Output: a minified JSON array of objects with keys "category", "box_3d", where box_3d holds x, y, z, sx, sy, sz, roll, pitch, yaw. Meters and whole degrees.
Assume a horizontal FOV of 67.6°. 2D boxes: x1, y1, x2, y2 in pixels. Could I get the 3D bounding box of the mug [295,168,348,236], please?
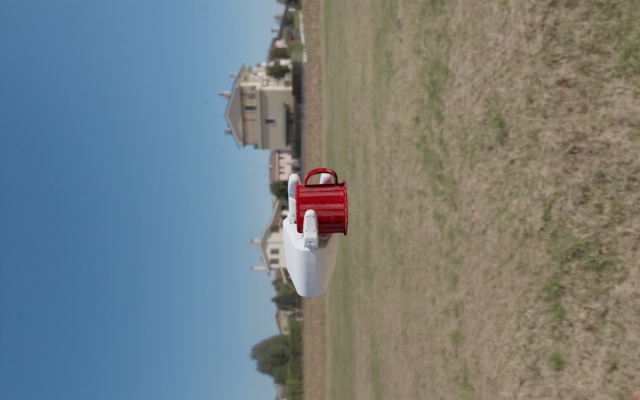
[{"category":"mug","box_3d":[0.000,0.001,0.778,0.081,0.117,0.093,-2,28,-2]}]
